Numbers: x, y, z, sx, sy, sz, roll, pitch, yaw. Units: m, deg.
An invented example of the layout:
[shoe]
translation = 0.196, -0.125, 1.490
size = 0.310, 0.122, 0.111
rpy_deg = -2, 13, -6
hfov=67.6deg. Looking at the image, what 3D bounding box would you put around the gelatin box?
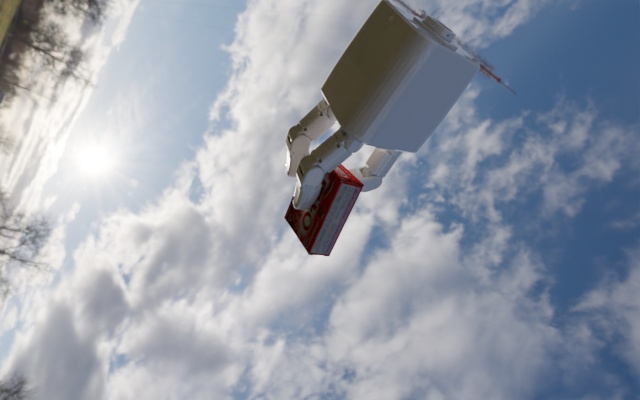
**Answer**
[gelatin box]
translation = 0.000, 0.002, 0.500
size = 0.030, 0.089, 0.073
rpy_deg = 11, 24, -32
